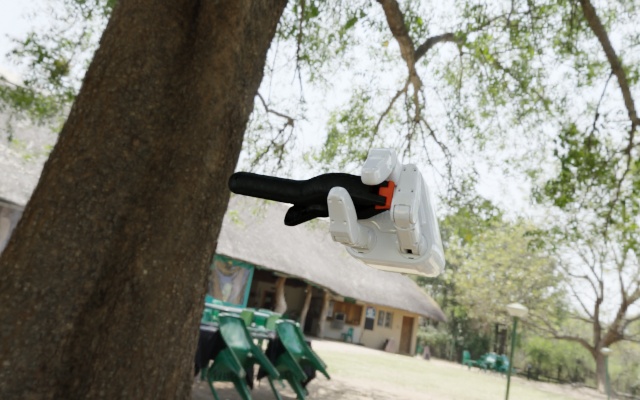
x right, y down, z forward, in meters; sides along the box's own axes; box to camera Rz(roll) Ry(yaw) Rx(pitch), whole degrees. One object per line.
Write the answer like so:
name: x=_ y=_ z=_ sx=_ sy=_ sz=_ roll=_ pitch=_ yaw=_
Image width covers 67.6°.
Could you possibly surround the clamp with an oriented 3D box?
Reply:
clamp: x=0.000 y=0.001 z=0.512 sx=0.171 sy=0.039 sz=0.120 roll=4 pitch=-15 yaw=24
